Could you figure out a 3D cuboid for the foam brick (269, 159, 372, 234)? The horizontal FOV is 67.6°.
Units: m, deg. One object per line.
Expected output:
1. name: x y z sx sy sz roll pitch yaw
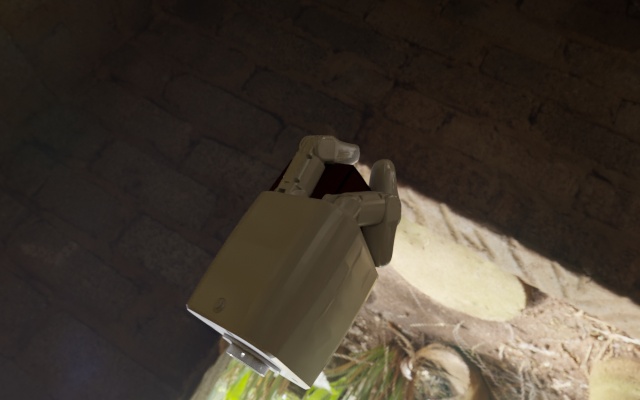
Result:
1. foam brick: 0.000 0.001 0.413 0.078 0.051 0.053 10 -31 45
